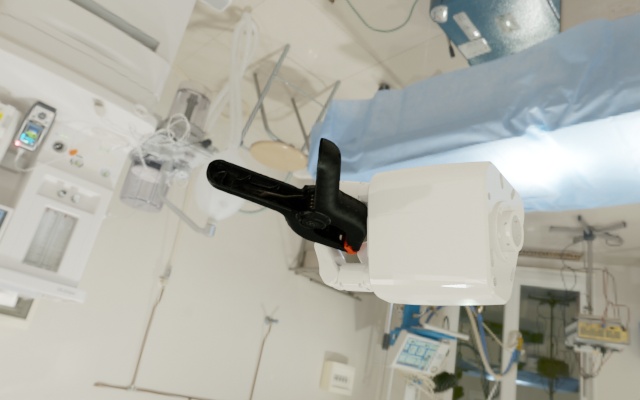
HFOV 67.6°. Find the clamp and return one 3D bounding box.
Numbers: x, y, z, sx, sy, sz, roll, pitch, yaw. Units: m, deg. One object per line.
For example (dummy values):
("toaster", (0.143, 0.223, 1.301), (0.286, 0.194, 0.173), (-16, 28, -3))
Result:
("clamp", (0.000, 0.002, 0.414), (0.120, 0.039, 0.171), (-6, -28, 40))
